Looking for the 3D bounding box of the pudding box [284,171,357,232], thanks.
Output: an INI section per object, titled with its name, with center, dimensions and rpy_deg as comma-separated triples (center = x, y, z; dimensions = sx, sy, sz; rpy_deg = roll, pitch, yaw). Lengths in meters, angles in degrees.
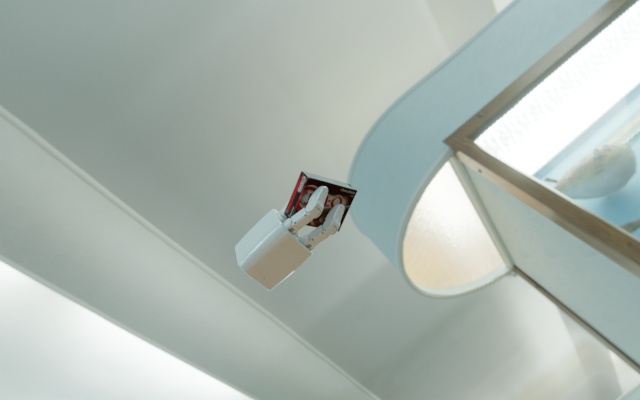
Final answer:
[pudding box]
center = 0.000, 0.003, 0.881
dimensions = 0.113, 0.090, 0.039
rpy_deg = 12, 20, -34
